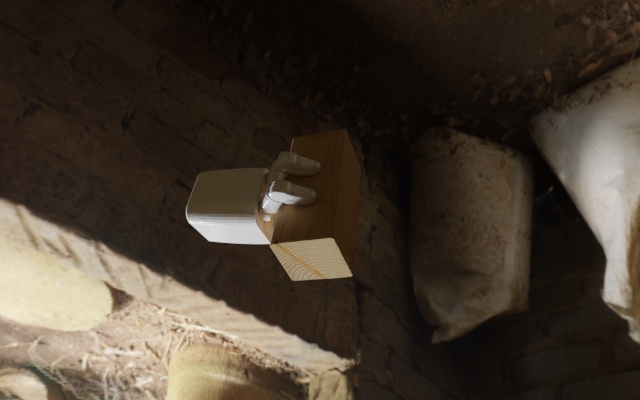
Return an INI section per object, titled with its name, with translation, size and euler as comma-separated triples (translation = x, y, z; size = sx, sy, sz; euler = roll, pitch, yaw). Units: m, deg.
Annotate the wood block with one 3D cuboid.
[wood block]
translation = 0.000, 0.003, 0.692
size = 0.090, 0.206, 0.091
euler = -8, -43, 18
